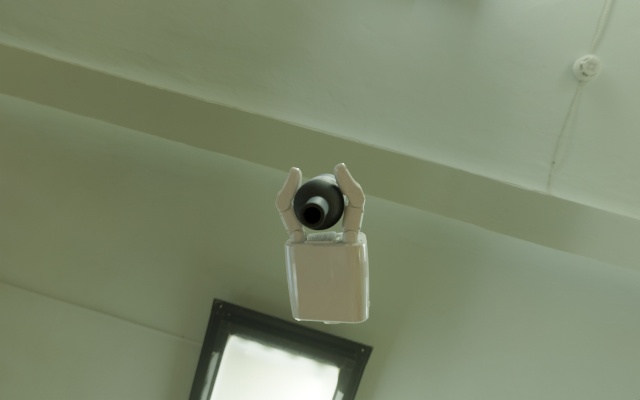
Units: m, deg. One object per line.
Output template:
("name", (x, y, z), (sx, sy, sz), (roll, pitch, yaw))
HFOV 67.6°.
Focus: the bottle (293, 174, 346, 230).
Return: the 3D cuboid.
("bottle", (0.000, 0.002, 0.652), (0.069, 0.069, 0.295), (0, 5, 4))
